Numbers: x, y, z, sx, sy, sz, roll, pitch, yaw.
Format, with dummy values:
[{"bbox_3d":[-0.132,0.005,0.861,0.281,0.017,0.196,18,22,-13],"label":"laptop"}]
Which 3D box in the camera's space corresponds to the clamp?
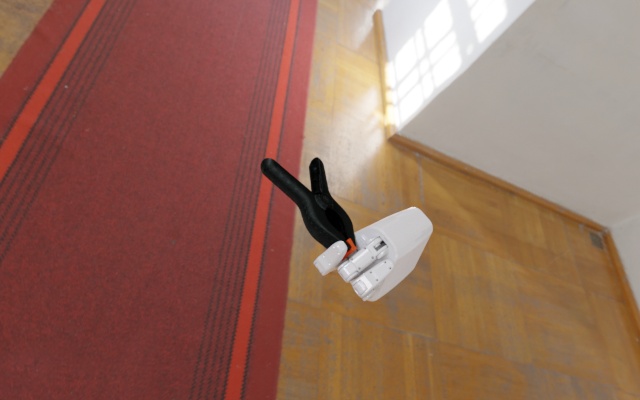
[{"bbox_3d":[0.000,0.002,0.671,0.120,0.171,0.039,-23,-15,-49],"label":"clamp"}]
